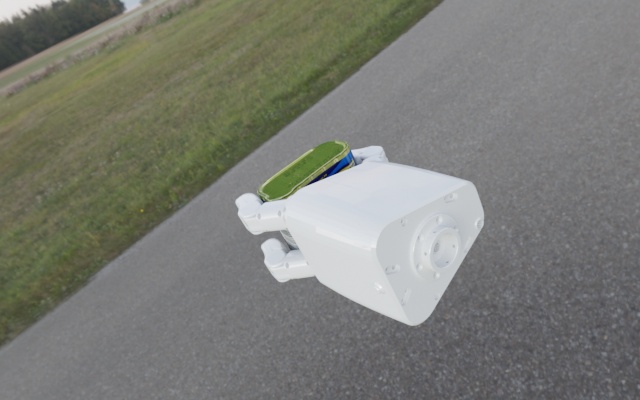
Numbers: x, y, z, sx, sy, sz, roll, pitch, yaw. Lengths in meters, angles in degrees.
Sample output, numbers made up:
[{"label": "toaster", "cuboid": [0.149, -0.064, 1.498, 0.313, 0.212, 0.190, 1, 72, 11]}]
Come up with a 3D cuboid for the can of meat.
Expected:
[{"label": "can of meat", "cuboid": [0.000, 0.001, 0.466, 0.102, 0.084, 0.057, -38, 30, -19]}]
